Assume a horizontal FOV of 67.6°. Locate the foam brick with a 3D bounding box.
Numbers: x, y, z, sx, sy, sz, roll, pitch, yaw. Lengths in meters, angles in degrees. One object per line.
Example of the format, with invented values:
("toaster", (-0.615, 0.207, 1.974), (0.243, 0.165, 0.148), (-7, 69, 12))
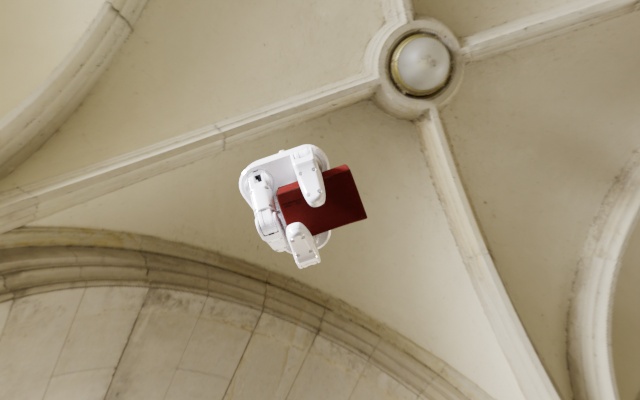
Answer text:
("foam brick", (0.000, 0.002, 0.479), (0.078, 0.053, 0.051), (-18, 10, 2))
